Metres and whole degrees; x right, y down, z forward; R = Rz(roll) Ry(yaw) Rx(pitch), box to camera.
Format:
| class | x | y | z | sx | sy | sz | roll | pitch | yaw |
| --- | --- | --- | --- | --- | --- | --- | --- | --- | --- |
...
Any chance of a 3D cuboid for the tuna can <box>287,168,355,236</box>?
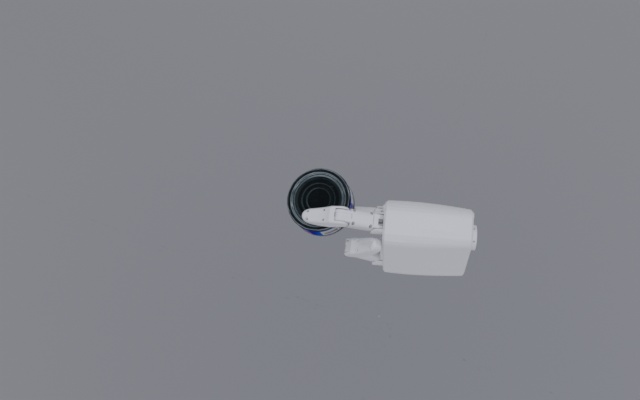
| class | x | y | z | sx | sy | sz | roll | pitch | yaw |
| --- | --- | --- | --- | --- | --- | --- | --- | --- | --- |
| tuna can | 0.000 | 0.002 | 0.626 | 0.086 | 0.086 | 0.034 | 0 | -14 | 13 |
